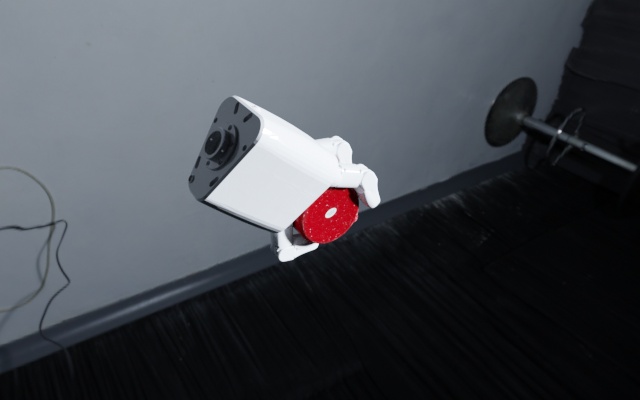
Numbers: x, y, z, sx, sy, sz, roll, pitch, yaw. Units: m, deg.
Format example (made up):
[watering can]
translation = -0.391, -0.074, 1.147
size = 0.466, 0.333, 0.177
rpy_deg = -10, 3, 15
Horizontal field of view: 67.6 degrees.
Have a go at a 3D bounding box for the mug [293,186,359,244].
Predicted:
[mug]
translation = 0.001, 0.003, 0.580
size = 0.117, 0.093, 0.081
rpy_deg = 25, 12, -43
